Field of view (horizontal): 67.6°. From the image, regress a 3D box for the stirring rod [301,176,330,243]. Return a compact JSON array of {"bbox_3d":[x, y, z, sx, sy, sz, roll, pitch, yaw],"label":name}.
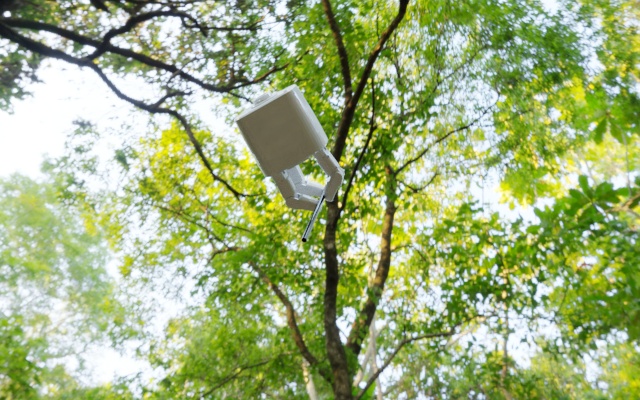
[{"bbox_3d":[0.000,0.003,0.781,0.011,0.011,0.239,0,26,13],"label":"stirring rod"}]
